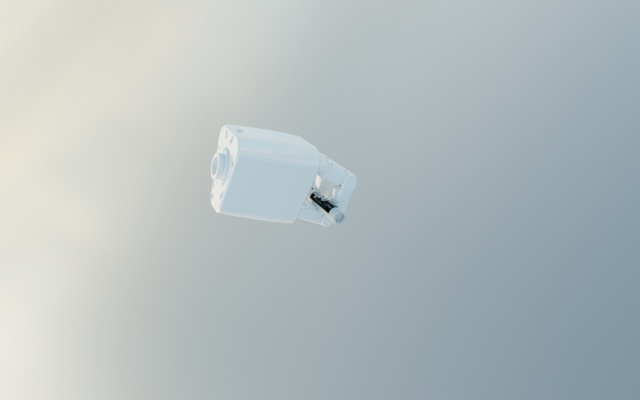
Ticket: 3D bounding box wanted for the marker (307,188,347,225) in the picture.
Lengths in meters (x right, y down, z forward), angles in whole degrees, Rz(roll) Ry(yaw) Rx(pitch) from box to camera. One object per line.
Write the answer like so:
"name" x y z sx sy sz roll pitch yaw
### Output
"marker" 0.000 0.002 0.650 0.020 0.020 0.121 0 20 -26
